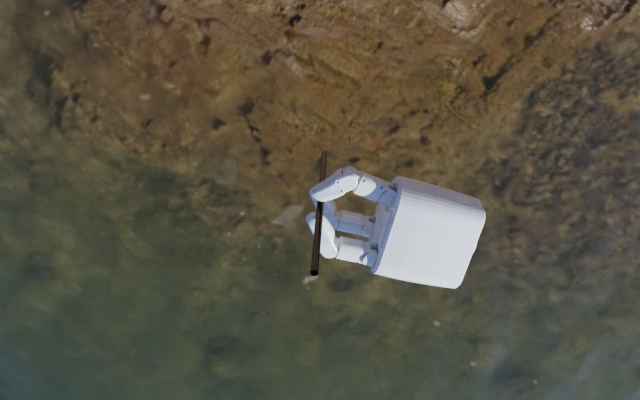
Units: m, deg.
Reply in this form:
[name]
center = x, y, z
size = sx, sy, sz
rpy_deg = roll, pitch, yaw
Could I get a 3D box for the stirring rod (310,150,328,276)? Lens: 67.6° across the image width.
[stirring rod]
center = 0.000, 0.002, 0.553
size = 0.011, 0.011, 0.239
rpy_deg = 0, 34, 3
